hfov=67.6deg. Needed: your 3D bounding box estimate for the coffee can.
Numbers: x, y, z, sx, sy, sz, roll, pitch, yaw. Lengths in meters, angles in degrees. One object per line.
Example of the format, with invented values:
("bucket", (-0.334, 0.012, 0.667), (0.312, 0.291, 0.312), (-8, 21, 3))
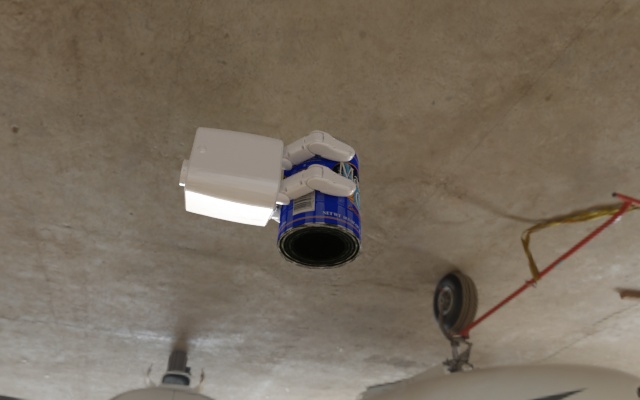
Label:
("coffee can", (0.000, 0.002, 0.611), (0.103, 0.140, 0.103), (1, -37, 1))
